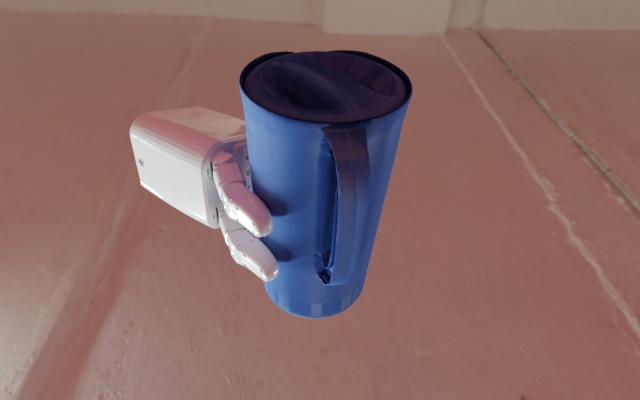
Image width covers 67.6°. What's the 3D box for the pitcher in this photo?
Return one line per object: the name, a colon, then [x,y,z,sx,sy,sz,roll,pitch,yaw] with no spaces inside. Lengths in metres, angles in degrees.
pitcher: [0.000,0.001,0.432,0.145,0.243,0.149,24,43,23]
